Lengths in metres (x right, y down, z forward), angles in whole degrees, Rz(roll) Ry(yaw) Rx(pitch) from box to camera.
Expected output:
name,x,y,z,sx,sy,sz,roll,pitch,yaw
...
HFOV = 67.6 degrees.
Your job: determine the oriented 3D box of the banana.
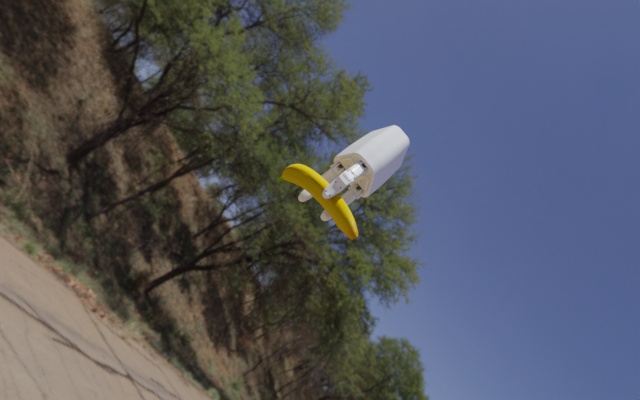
name,x,y,z,sx,sy,sz,roll,pitch,yaw
banana,-0.002,-0.010,0.853,0.037,0.070,0.197,-37,62,-26
